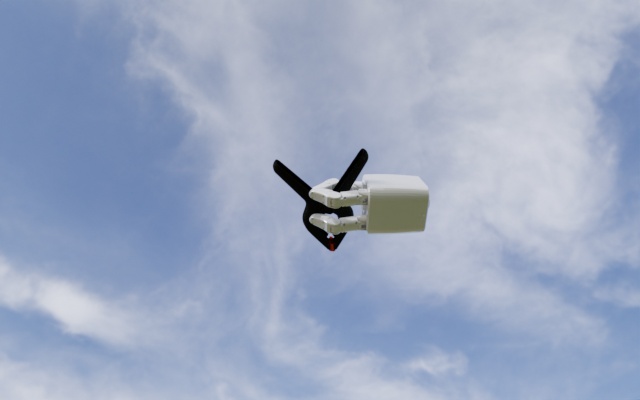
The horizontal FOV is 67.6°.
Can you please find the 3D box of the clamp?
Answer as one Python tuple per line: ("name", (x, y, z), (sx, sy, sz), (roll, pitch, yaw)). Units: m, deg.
("clamp", (0.000, 0.003, 0.867), (0.164, 0.210, 0.036), (-1, 33, -1))
